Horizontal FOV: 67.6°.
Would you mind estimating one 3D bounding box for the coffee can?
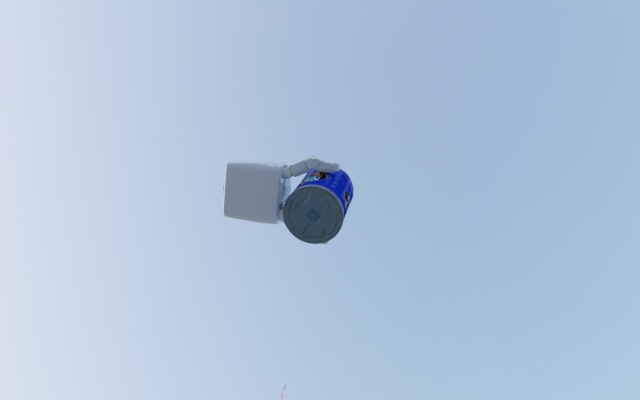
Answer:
[{"bbox_3d":[0.000,0.003,0.850,0.103,0.103,0.140,0,19,11],"label":"coffee can"}]
